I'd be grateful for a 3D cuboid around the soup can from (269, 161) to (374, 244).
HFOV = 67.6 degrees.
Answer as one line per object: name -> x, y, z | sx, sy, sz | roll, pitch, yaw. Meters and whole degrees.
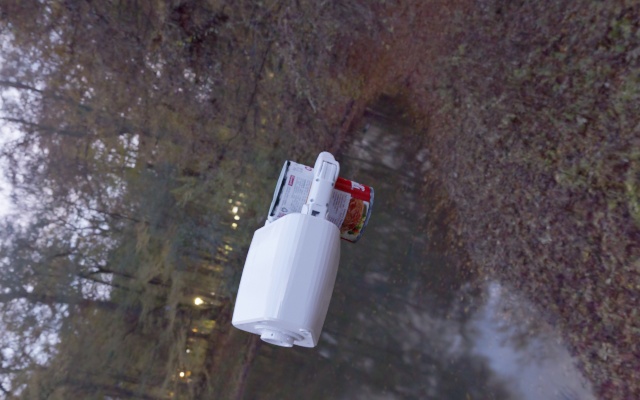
soup can -> 0.000, 0.001, 0.538 | 0.102, 0.068, 0.068 | 18, -3, -9
